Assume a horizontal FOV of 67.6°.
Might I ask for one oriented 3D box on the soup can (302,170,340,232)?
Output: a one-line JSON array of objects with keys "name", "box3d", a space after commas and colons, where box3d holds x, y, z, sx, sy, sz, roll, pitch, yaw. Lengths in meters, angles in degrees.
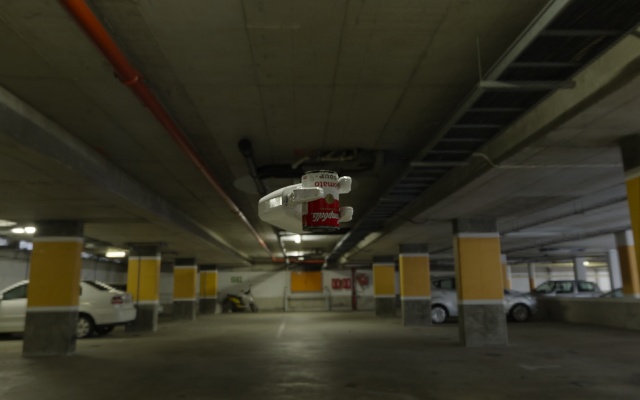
[{"name": "soup can", "box3d": [0.000, 0.002, 0.862, 0.068, 0.102, 0.068, -1, -11, 0]}]
